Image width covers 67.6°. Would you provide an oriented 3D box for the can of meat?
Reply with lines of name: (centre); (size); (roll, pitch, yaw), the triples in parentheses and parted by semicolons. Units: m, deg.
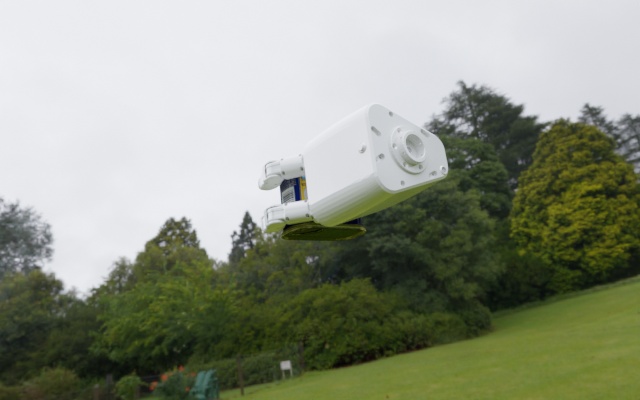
can of meat: (0.000, 0.002, 0.580); (0.102, 0.084, 0.057); (4, -19, -31)
